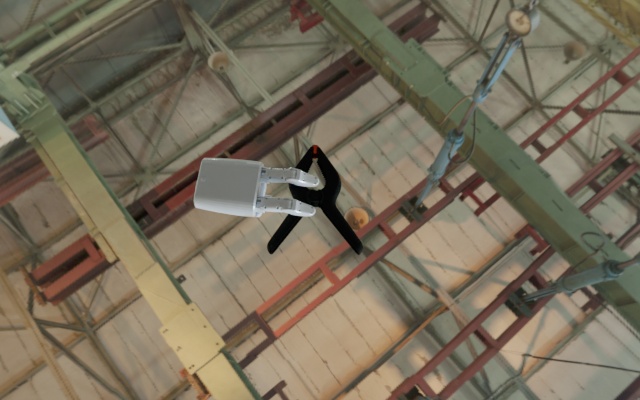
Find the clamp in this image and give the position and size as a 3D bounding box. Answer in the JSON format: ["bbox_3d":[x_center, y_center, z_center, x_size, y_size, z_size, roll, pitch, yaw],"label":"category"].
[{"bbox_3d":[0.000,0.003,0.853,0.164,0.210,0.036,7,-19,-2],"label":"clamp"}]
